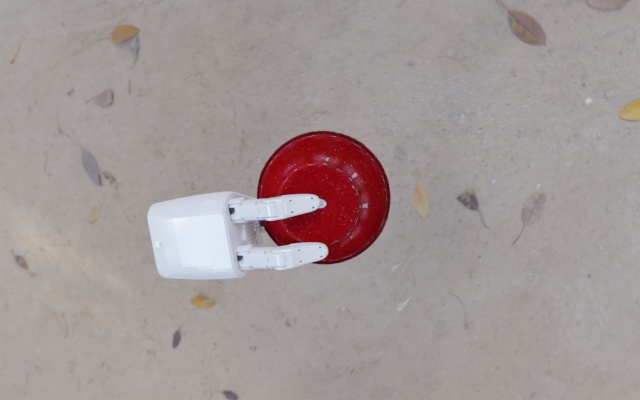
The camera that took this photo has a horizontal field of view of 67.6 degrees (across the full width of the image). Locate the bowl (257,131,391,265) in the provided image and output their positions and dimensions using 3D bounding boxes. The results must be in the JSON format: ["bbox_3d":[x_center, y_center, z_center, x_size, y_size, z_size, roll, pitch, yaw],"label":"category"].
[{"bbox_3d":[0.001,0.001,0.545,0.162,0.162,0.055,0,8,6],"label":"bowl"}]
